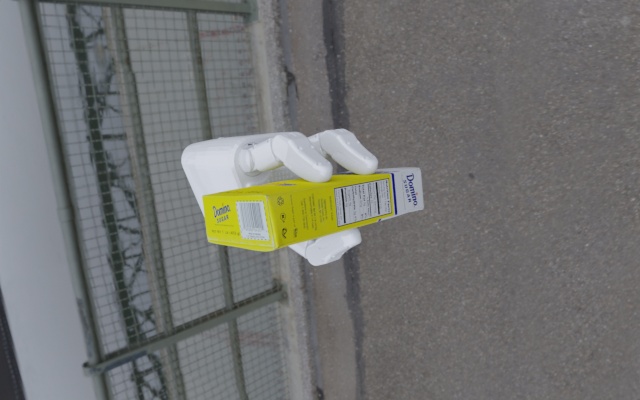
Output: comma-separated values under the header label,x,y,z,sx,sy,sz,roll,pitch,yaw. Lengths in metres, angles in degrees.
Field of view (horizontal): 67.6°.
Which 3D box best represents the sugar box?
label,x,y,z,sx,sy,sz,roll,pitch,yaw
sugar box,0.000,0.001,0.412,0.176,0.048,0.093,-15,11,-42
